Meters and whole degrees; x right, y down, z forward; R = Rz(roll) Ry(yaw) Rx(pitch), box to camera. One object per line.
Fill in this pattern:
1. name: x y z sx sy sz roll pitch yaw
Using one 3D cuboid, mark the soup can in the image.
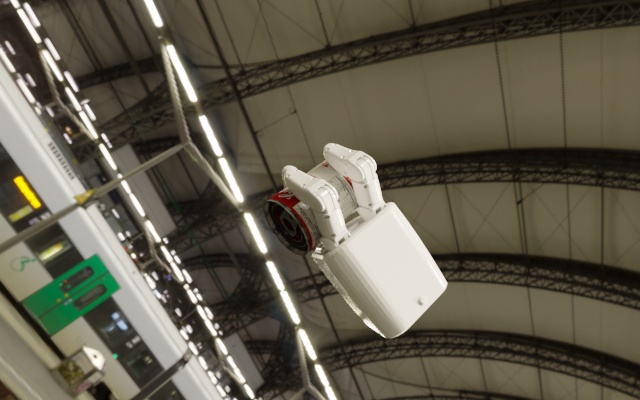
1. soup can: 0.000 0.001 0.506 0.102 0.068 0.068 -37 19 -27
